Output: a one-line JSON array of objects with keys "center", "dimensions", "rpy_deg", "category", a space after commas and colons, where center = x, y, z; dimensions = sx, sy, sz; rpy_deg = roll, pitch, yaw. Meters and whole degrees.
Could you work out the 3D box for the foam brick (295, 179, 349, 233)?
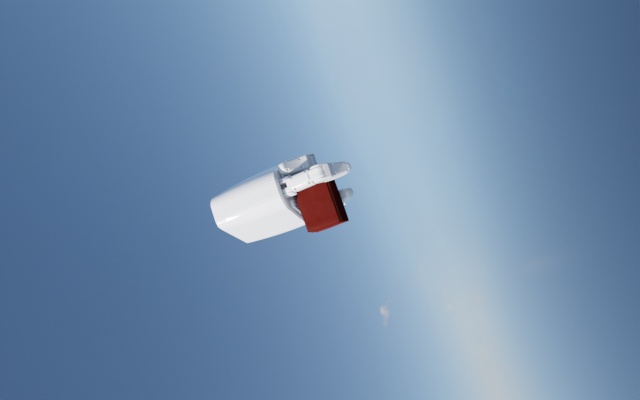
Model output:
[{"center": [0.000, 0.002, 0.676], "dimensions": [0.051, 0.078, 0.053], "rpy_deg": [-21, -8, 13], "category": "foam brick"}]
